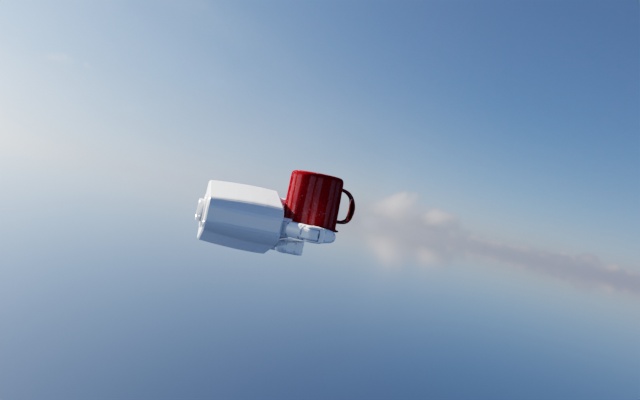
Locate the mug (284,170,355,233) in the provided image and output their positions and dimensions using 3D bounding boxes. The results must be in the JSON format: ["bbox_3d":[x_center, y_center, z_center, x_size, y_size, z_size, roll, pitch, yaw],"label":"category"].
[{"bbox_3d":[0.002,0.002,0.728,0.117,0.081,0.093,11,-1,-20],"label":"mug"}]
